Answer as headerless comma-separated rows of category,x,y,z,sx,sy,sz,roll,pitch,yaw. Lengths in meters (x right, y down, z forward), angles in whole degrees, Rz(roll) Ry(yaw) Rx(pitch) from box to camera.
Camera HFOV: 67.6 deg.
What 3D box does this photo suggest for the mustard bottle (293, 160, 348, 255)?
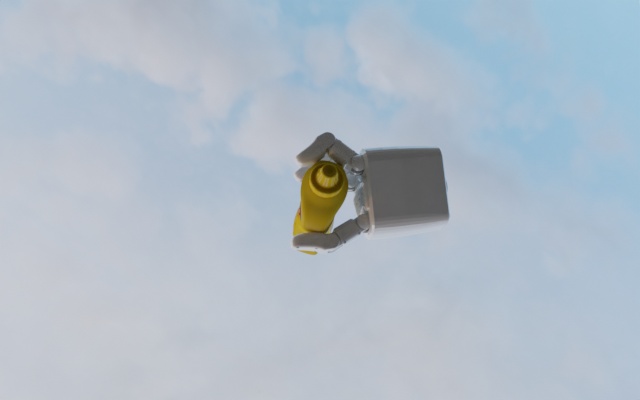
mustard bottle,0.000,0.002,0.628,0.058,0.096,0.192,18,-23,0
